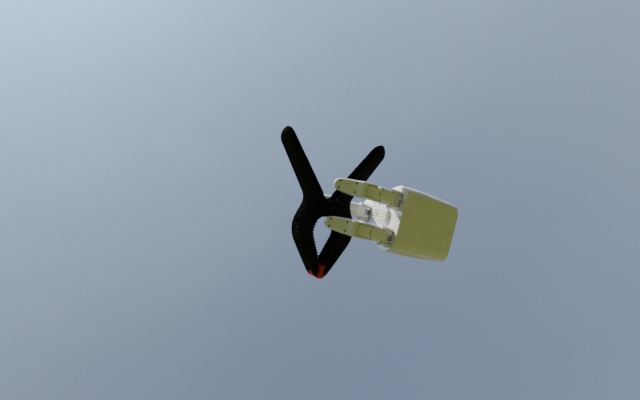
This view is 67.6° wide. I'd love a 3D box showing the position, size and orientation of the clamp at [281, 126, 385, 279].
[{"bbox_3d":[0.000,0.003,0.674,0.164,0.210,0.036,15,-1,-27],"label":"clamp"}]
